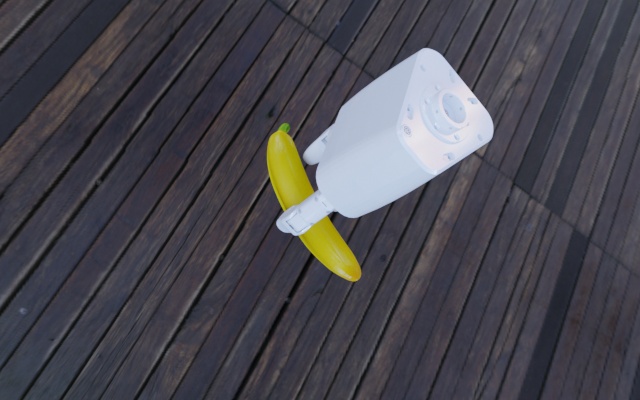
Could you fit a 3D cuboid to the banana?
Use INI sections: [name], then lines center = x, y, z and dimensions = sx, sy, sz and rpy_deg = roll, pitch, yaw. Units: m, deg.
[banana]
center = -0.013, 0.002, 0.514
dimensions = 0.037, 0.198, 0.069
rpy_deg = -29, -7, 38
